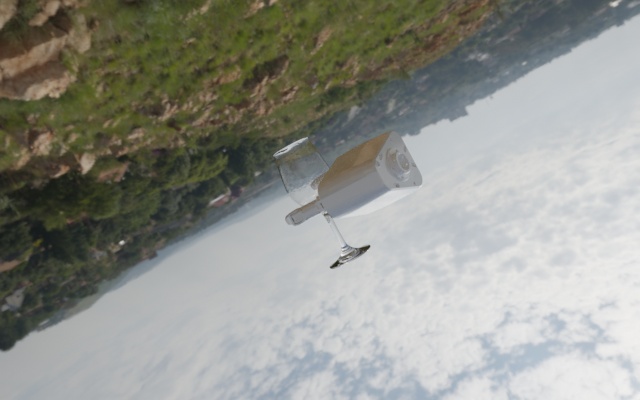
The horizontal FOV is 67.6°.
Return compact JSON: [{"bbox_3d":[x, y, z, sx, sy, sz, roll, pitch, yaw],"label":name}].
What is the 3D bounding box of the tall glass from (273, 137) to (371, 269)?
[{"bbox_3d":[0.000,0.003,0.753,0.079,0.201,0.079,-29,3,1],"label":"tall glass"}]
